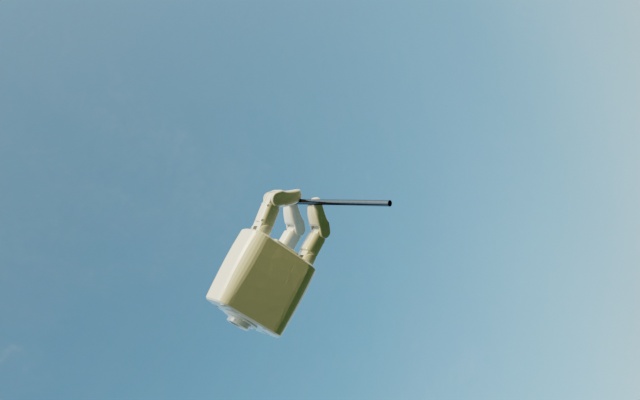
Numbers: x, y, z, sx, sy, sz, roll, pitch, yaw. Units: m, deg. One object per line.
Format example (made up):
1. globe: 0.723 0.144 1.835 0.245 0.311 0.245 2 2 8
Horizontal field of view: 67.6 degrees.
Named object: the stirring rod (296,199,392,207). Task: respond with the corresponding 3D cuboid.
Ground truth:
1. stirring rod: 0.000 0.002 0.660 0.011 0.011 0.239 0 1 -44
